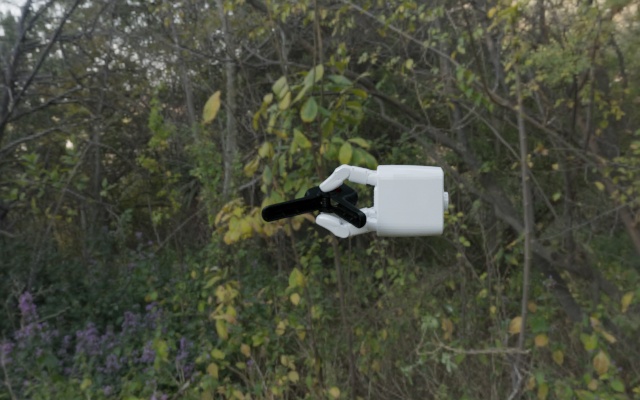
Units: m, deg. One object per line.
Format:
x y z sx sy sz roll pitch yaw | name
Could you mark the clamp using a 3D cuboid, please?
0.000 0.002 0.807 0.164 0.036 0.210 3 16 8 | clamp
